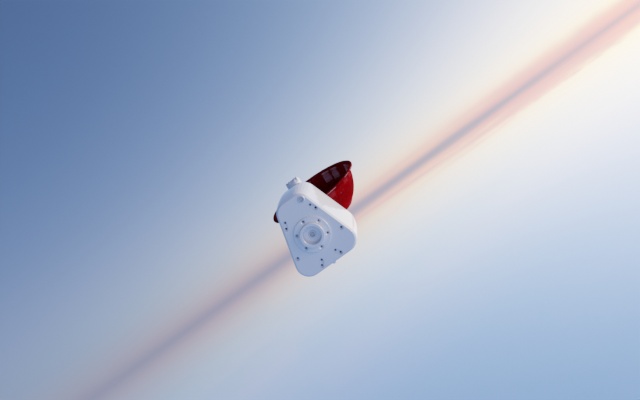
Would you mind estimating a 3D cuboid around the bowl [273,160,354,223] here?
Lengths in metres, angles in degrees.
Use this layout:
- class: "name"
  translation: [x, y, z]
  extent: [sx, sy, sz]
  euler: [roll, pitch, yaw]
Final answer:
- class: "bowl"
  translation: [0.001, 0.002, 0.802]
  extent: [0.162, 0.055, 0.162]
  euler: [-34, 16, 12]
